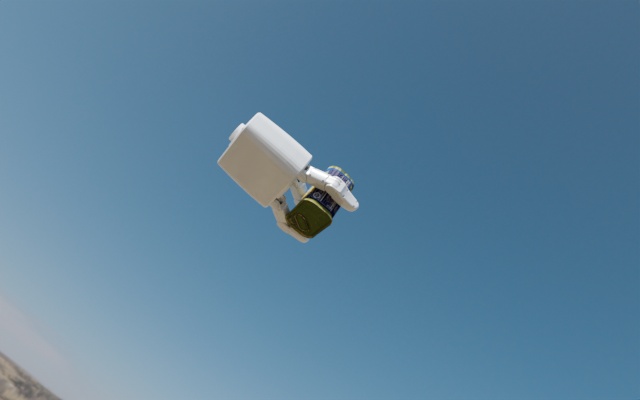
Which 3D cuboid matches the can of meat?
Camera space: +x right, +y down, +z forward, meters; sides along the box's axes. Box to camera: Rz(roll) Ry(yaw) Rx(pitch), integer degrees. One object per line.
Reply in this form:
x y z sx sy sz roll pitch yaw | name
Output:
0.000 0.002 0.761 0.057 0.084 0.102 40 -33 -6 | can of meat
